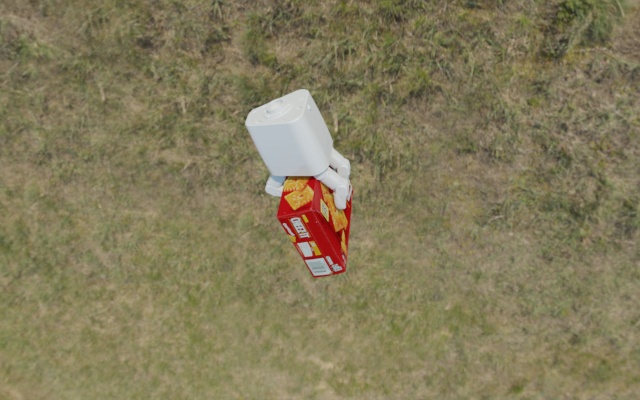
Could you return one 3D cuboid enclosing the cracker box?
[{"bbox_3d":[0.000,0.003,0.855,0.072,0.164,0.213,-11,41,19],"label":"cracker box"}]
